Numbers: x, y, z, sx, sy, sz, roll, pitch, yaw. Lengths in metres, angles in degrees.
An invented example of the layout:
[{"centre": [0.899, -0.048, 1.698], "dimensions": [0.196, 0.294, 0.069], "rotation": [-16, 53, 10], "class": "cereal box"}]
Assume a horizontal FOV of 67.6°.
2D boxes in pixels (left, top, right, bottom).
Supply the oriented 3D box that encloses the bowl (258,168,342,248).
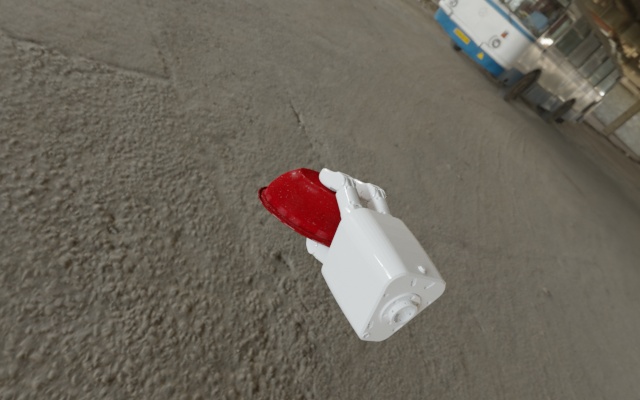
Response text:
[{"centre": [-0.001, 0.001, 0.641], "dimensions": [0.162, 0.055, 0.162], "rotation": [27, 14, -7], "class": "bowl"}]
